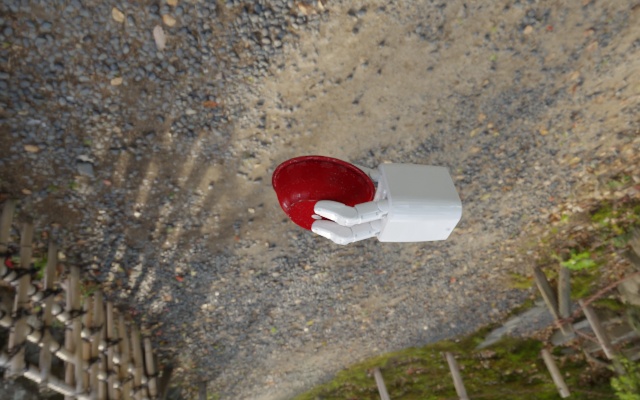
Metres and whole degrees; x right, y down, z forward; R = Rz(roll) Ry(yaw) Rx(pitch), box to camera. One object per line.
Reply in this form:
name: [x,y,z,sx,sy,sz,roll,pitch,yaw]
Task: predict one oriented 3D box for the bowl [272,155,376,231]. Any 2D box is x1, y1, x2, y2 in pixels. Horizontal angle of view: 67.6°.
bowl: [-0.001,0.003,0.722,0.162,0.055,0.162,7,-32,5]
